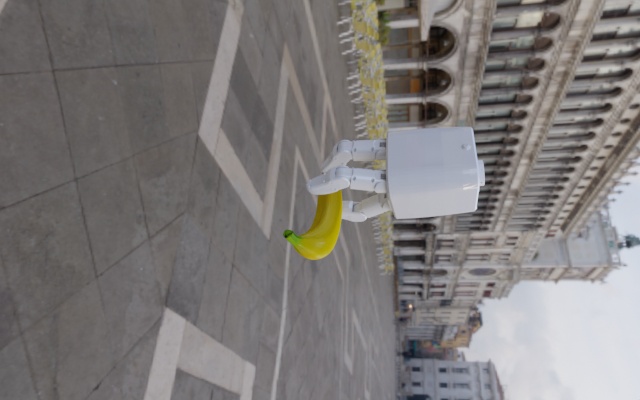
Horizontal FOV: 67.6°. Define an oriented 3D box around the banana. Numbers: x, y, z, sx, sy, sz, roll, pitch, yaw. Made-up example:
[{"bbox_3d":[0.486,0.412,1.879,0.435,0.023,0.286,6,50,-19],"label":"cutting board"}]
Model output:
[{"bbox_3d":[0.004,0.020,0.613,0.037,0.070,0.197,-6,25,17],"label":"banana"}]
